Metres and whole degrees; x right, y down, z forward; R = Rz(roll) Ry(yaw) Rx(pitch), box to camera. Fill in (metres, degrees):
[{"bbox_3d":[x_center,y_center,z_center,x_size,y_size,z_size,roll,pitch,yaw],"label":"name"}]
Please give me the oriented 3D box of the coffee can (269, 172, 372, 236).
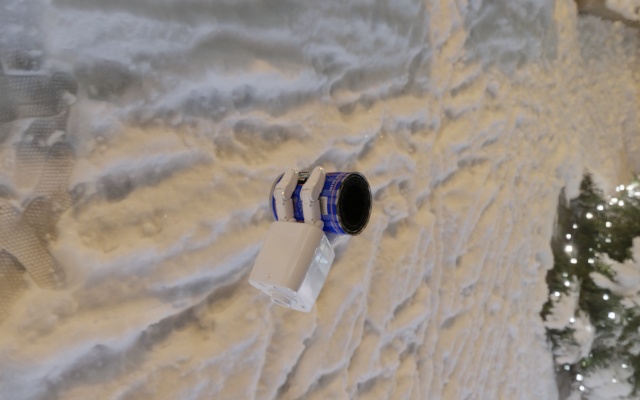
[{"bbox_3d":[0.000,0.002,0.796,0.140,0.103,0.103,3,2,37],"label":"coffee can"}]
